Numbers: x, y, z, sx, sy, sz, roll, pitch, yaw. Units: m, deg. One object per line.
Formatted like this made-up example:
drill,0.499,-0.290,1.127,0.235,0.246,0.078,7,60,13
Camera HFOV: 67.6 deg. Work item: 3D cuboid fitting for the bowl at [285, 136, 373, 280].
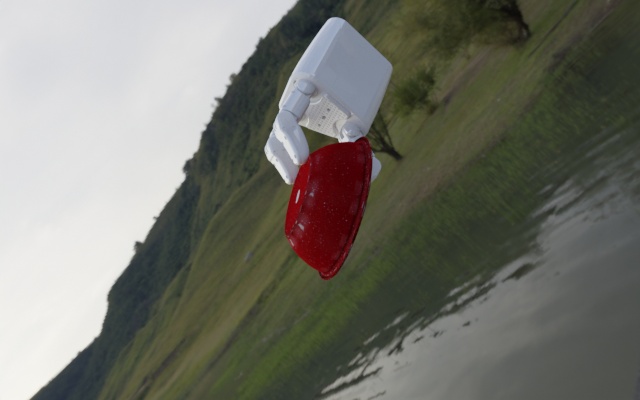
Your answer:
bowl,0.000,0.003,0.517,0.055,0.162,0.162,15,-3,-12
